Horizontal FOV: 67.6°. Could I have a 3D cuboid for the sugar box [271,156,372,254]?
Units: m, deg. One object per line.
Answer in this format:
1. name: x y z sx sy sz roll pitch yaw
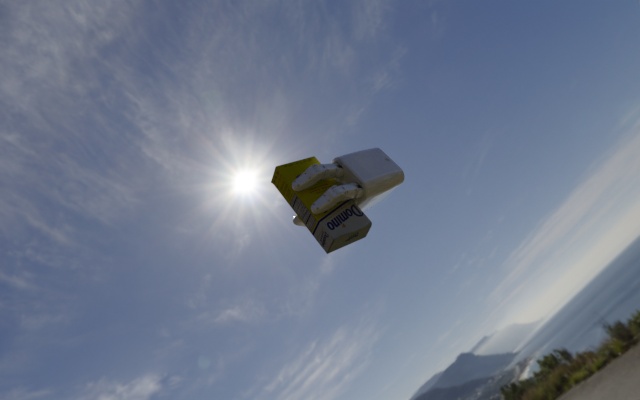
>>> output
1. sugar box: 0.000 0.002 0.829 0.093 0.048 0.176 -20 56 -37
